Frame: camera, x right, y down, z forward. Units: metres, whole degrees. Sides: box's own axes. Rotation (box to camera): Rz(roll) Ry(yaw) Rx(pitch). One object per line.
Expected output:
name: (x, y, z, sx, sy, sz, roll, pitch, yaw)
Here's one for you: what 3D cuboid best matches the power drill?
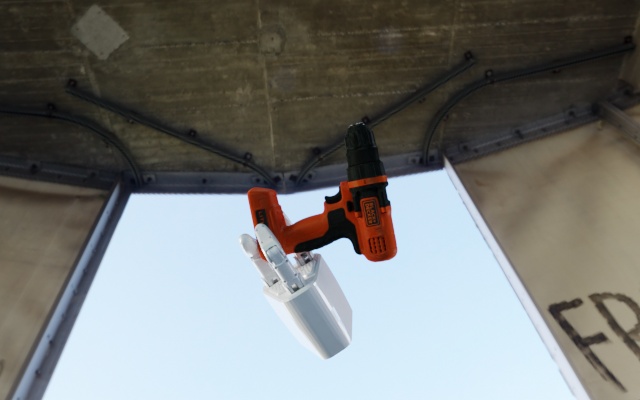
power drill: (0.000, 0.002, 0.642, 0.187, 0.184, 0.057, -11, -1, 15)
